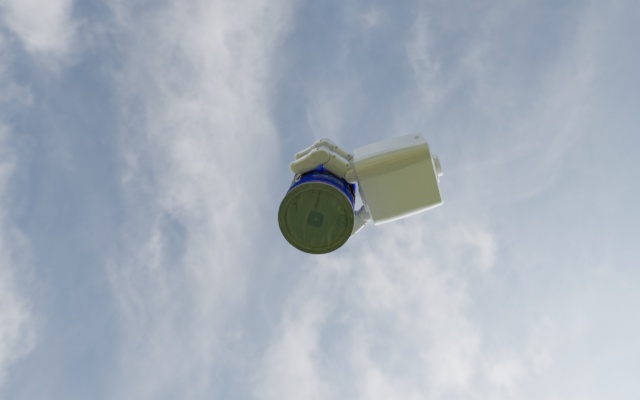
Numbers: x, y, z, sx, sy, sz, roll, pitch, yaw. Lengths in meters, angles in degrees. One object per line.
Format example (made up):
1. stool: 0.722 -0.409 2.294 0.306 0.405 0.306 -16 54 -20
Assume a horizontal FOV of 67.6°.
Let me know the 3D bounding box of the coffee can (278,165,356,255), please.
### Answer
1. coffee can: 0.000 0.002 0.694 0.103 0.103 0.140 0 20 5
